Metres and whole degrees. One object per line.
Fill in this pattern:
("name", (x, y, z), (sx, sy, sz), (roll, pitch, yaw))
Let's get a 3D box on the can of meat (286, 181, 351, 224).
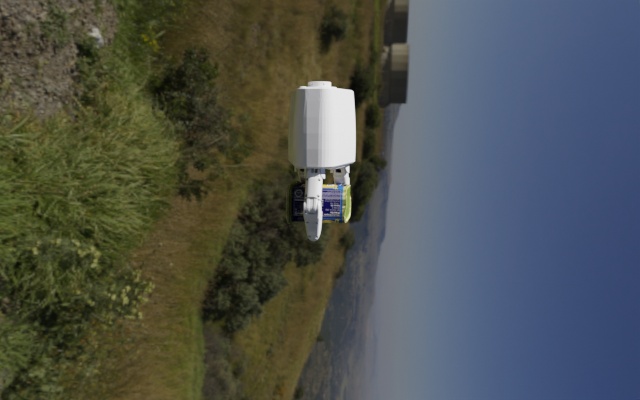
("can of meat", (0.000, 0.002, 0.701), (0.084, 0.057, 0.102), (1, 6, 7))
